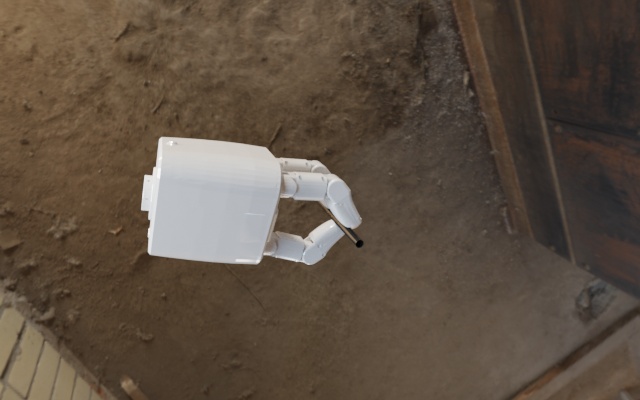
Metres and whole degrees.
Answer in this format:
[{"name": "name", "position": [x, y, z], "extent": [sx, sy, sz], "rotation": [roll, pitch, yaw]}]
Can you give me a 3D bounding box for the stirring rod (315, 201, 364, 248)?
[{"name": "stirring rod", "position": [0.000, 0.002, 0.549], "extent": [0.011, 0.011, 0.239], "rotation": [0, 19, -19]}]
